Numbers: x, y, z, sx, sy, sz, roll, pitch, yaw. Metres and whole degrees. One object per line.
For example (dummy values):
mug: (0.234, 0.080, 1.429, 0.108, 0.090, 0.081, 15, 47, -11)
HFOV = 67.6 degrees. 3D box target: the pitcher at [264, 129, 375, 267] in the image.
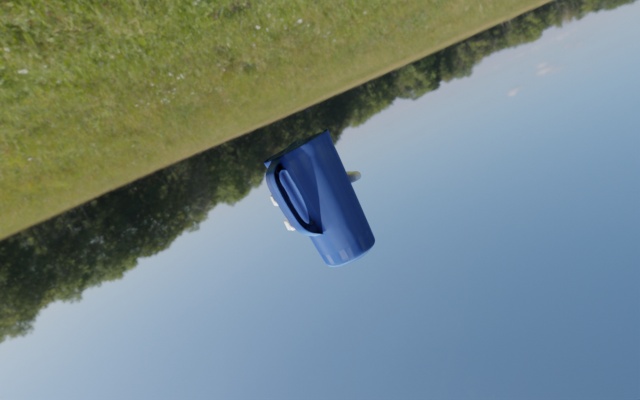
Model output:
pitcher: (0.000, 0.003, 0.892, 0.149, 0.243, 0.145, -28, 10, -6)
